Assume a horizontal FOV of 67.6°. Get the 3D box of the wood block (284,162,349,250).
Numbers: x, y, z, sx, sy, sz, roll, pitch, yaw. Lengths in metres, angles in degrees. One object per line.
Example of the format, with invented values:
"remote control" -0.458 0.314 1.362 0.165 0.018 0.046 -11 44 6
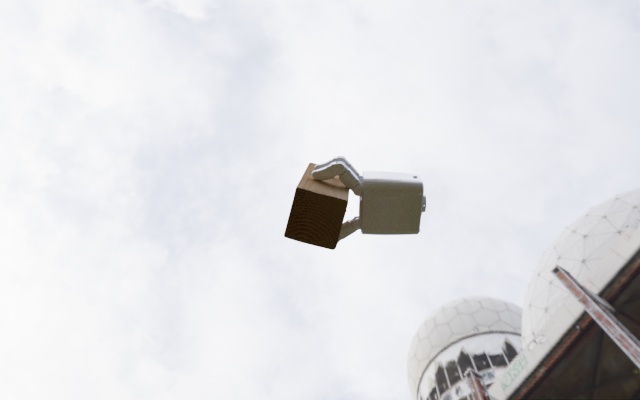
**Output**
"wood block" 0.000 0.003 0.868 0.090 0.091 0.206 15 16 1
